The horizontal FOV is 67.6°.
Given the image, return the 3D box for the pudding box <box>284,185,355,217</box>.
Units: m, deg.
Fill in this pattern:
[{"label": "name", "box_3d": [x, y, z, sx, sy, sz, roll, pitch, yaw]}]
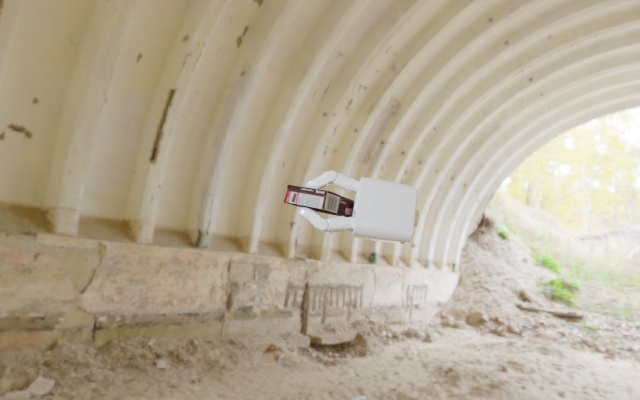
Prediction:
[{"label": "pudding box", "box_3d": [0.000, 0.003, 0.893, 0.090, 0.039, 0.113, 9, -7, 31]}]
